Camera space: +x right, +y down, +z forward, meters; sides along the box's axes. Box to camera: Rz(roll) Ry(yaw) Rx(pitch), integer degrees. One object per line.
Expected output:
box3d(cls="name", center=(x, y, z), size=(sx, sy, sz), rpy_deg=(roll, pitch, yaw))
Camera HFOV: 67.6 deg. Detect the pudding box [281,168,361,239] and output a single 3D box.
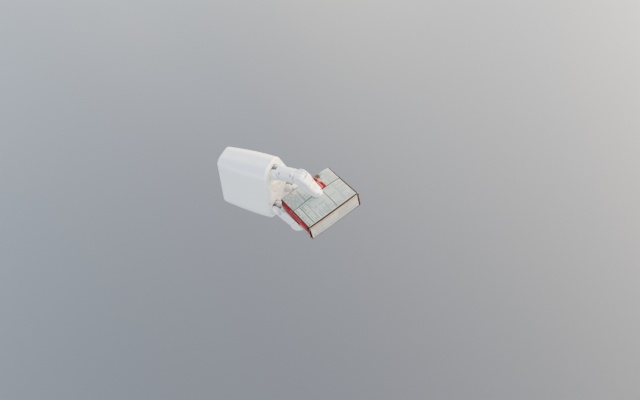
box3d(cls="pudding box", center=(0.000, 0.003, 0.851), size=(0.113, 0.090, 0.039), rpy_deg=(-36, -35, -14))
